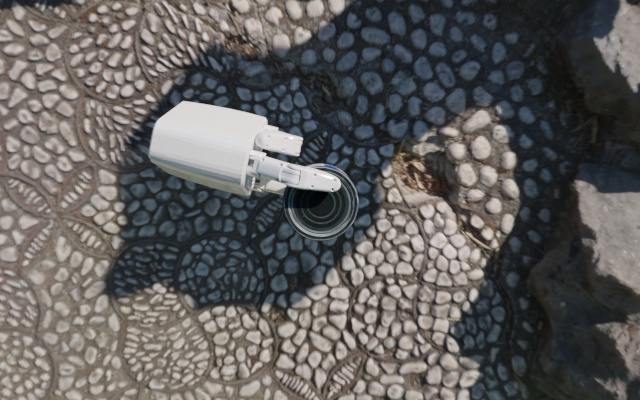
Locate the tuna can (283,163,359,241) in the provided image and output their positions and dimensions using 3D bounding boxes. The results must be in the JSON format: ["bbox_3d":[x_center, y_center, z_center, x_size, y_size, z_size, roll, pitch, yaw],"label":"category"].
[{"bbox_3d":[0.000,0.002,0.539,0.086,0.086,0.033,0,8,-2],"label":"tuna can"}]
